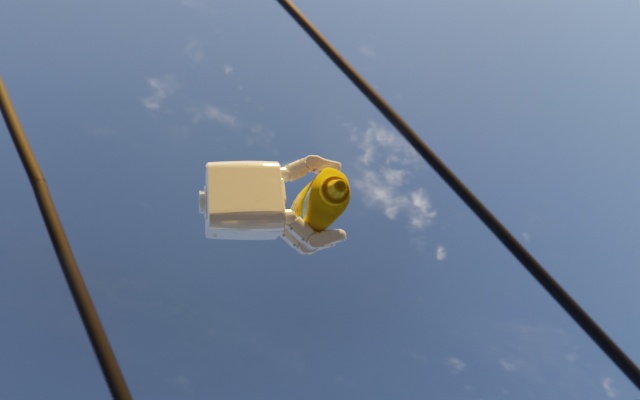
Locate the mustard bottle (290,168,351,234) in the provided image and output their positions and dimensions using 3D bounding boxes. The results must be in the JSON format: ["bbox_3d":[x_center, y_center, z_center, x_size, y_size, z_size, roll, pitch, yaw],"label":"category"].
[{"bbox_3d":[0.000,0.002,0.713,0.058,0.096,0.192,25,-19,-8],"label":"mustard bottle"}]
